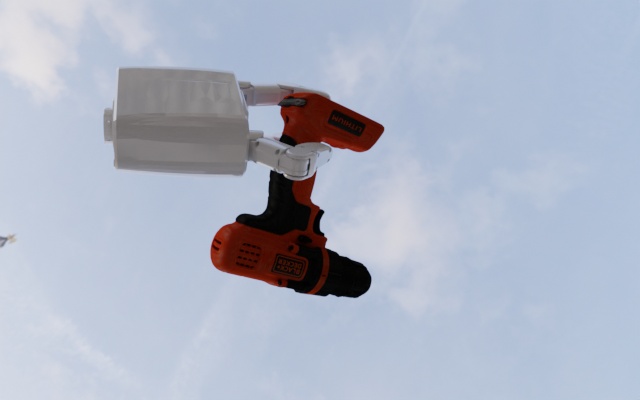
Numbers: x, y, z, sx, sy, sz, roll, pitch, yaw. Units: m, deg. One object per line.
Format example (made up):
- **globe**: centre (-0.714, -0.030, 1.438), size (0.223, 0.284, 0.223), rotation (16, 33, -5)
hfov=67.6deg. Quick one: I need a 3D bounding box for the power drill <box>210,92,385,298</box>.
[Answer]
- **power drill**: centre (0.000, 0.001, 0.478), size (0.184, 0.187, 0.057), rotation (19, -3, -35)
